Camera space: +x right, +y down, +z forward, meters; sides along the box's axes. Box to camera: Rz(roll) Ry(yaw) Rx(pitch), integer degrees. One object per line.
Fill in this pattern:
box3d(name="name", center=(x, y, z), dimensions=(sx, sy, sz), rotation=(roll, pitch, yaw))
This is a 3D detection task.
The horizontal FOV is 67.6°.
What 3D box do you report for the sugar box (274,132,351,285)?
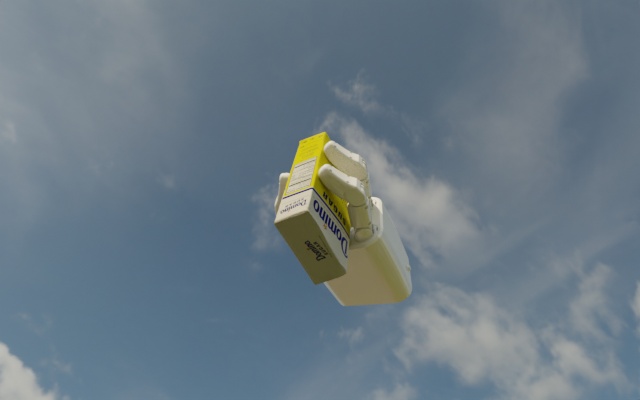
box3d(name="sugar box", center=(0.001, 0.002, 0.553), dimensions=(0.048, 0.093, 0.176), rotation=(-21, 30, 17))
